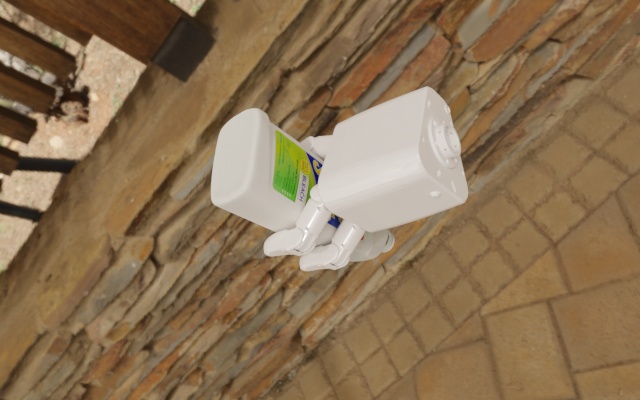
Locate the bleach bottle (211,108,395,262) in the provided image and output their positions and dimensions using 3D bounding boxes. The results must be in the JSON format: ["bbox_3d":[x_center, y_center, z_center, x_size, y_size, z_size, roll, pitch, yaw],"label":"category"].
[{"bbox_3d":[0.000,0.002,0.532,0.068,0.102,0.251,-19,-33,38],"label":"bleach bottle"}]
